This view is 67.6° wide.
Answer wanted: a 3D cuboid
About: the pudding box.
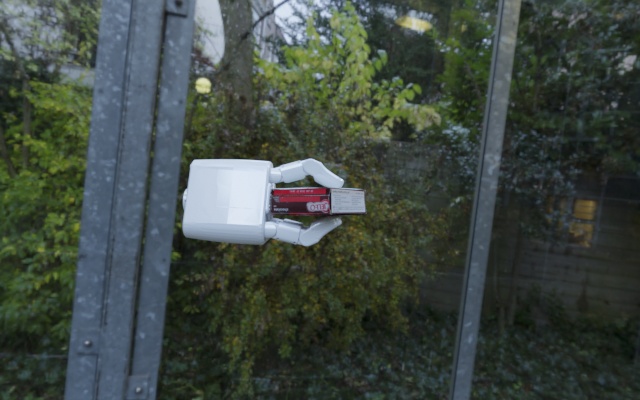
[{"bbox_3d":[0.000,0.002,0.644,0.090,0.039,0.113,1,1,29],"label":"pudding box"}]
